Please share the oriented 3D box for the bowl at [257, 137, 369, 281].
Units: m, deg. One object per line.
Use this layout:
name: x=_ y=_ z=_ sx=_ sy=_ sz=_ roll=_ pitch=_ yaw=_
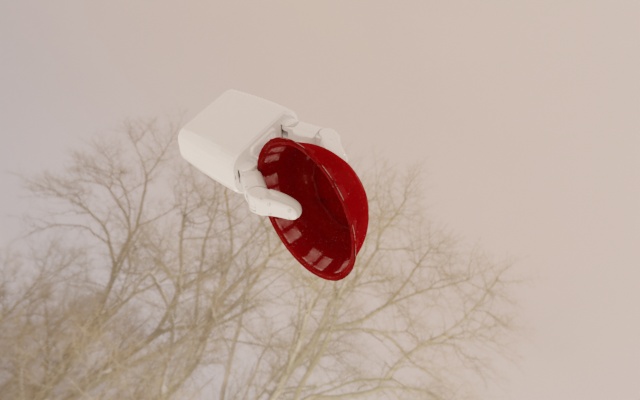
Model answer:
bowl: x=0.001 y=0.002 z=0.507 sx=0.055 sy=0.162 sz=0.162 roll=-27 pitch=15 yaw=-30
